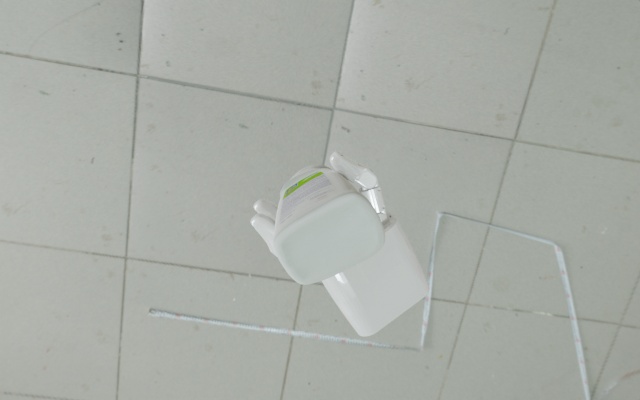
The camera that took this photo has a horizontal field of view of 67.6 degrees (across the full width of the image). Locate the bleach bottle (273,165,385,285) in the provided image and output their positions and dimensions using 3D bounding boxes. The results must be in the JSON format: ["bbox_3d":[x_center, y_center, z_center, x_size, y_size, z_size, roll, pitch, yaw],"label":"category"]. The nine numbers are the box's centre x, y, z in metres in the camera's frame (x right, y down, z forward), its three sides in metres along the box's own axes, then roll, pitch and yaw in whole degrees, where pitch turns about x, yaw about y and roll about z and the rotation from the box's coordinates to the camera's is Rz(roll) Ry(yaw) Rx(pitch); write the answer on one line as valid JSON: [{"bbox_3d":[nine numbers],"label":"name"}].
[{"bbox_3d":[0.000,0.002,0.544,0.102,0.068,0.250,-28,16,5],"label":"bleach bottle"}]
